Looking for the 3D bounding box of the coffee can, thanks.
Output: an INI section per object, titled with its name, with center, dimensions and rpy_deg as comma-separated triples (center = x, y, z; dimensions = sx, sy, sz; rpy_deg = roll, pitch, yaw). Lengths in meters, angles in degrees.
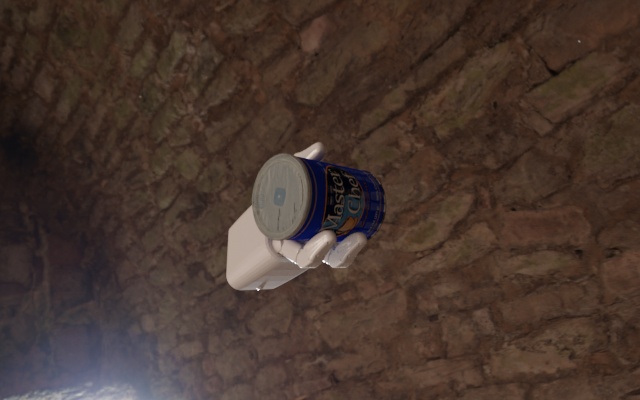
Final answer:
[coffee can]
center = 0.000, 0.002, 0.604
dimensions = 0.140, 0.103, 0.103
rpy_deg = 8, -5, -44
